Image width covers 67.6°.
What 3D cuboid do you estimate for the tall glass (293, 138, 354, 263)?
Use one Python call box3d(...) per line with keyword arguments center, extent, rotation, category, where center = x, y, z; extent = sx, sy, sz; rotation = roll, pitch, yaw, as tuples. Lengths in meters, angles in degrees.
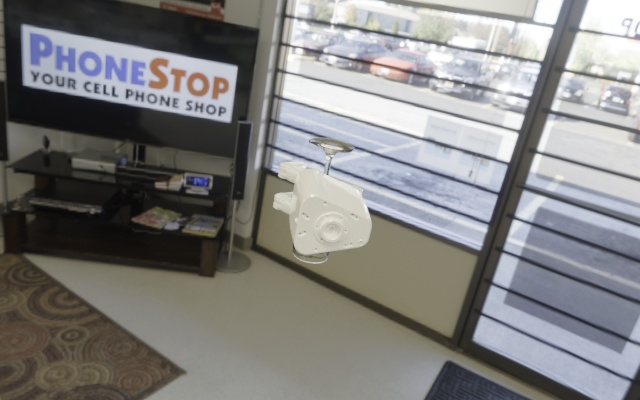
box3d(center=(0.000, 0.002, 0.795), extent=(0.079, 0.201, 0.079), rotation=(10, 20, -4), category="tall glass")
